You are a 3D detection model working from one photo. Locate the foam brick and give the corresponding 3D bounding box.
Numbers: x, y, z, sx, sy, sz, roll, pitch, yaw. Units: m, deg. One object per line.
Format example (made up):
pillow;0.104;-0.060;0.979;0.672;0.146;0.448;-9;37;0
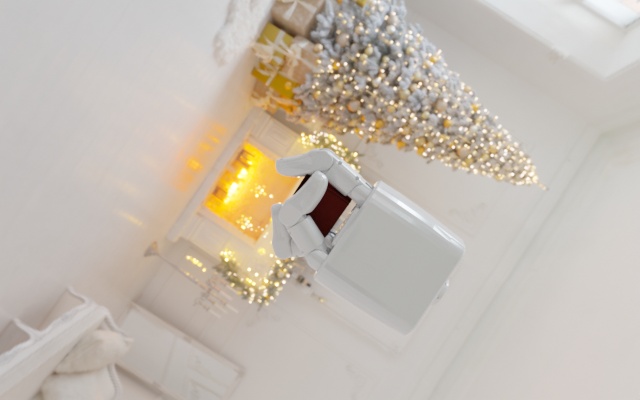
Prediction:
foam brick;0.000;0.001;0.504;0.051;0.053;0.078;35;16;2
